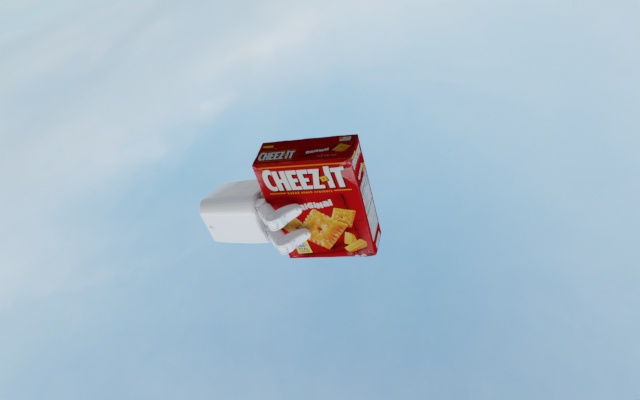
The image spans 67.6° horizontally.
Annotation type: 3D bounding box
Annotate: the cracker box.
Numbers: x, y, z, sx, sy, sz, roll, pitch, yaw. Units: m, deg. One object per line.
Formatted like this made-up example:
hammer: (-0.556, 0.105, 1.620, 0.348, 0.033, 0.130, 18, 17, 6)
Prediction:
cracker box: (0.000, 0.003, 0.795, 0.164, 0.214, 0.072, -3, 41, 18)
